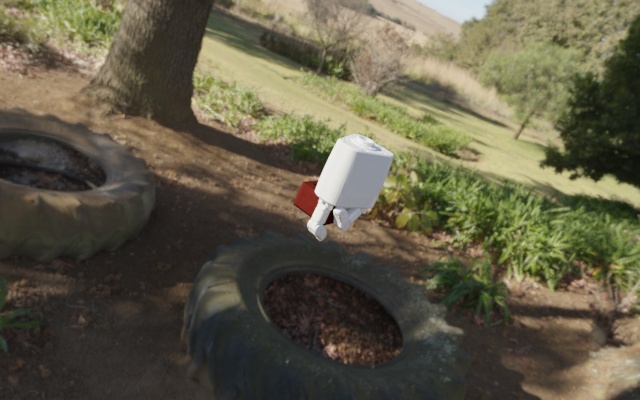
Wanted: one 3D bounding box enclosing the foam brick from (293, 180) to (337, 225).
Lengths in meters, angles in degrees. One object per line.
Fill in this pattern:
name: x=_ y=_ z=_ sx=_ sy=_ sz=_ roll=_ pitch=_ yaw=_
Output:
foam brick: x=0.000 y=0.003 z=0.883 sx=0.078 sy=0.051 sz=0.053 roll=35 pitch=26 yaw=29
